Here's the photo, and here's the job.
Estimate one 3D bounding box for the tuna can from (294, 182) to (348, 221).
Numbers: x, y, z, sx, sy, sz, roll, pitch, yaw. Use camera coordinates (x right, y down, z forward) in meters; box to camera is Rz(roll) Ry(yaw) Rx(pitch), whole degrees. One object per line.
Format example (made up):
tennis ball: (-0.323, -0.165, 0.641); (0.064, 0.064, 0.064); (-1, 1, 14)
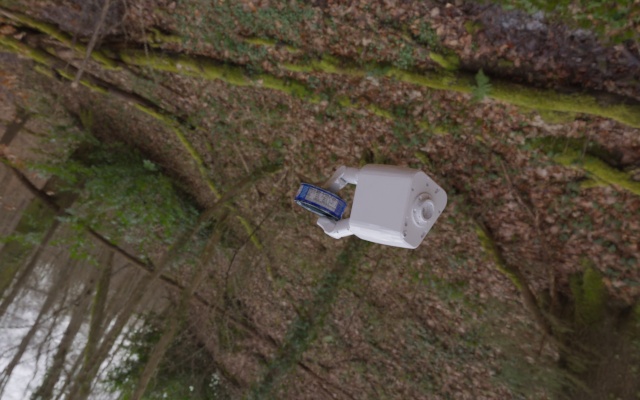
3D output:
tuna can: (0.000, 0.003, 0.801); (0.086, 0.033, 0.086); (24, -8, 3)
